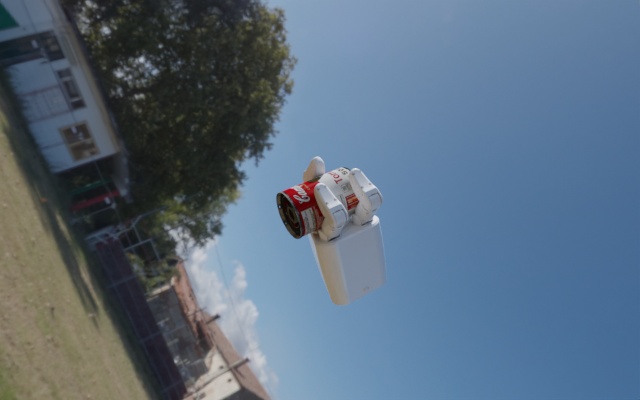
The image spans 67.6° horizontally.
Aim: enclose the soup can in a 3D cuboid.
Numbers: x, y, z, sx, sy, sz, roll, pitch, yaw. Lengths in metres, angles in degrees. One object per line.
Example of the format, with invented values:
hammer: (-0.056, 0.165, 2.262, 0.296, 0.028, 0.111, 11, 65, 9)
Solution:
soup can: (0.000, 0.002, 0.653, 0.102, 0.068, 0.068, -23, 9, -22)
